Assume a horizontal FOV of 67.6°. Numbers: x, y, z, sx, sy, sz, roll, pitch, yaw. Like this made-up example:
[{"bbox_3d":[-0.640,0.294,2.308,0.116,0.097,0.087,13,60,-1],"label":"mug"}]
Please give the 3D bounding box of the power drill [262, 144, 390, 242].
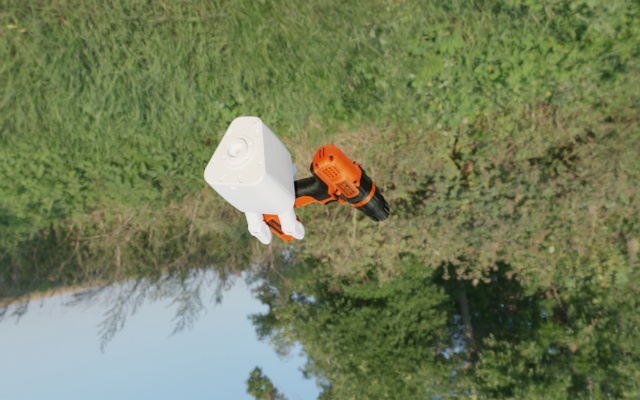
[{"bbox_3d":[0.000,0.003,0.784,0.188,0.057,0.184,-26,-48,25],"label":"power drill"}]
